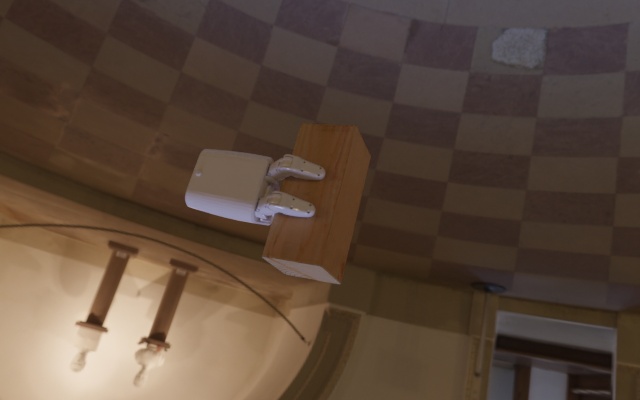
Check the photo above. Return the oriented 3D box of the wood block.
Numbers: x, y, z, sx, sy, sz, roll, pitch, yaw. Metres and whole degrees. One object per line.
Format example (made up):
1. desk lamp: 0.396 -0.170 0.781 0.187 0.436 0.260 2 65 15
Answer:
1. wood block: 0.000 0.002 0.682 0.090 0.206 0.091 6 -21 22
